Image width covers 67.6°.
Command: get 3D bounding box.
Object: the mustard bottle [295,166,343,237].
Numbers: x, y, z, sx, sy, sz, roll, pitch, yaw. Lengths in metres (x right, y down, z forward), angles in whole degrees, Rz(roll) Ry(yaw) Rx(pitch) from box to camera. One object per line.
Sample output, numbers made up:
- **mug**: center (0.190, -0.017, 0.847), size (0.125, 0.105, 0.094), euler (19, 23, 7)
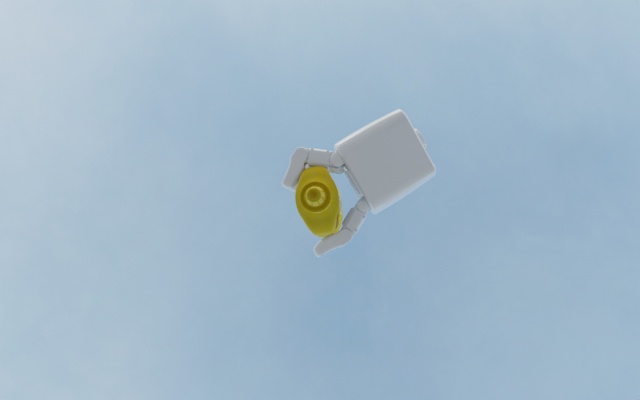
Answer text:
- **mustard bottle**: center (0.000, 0.002, 0.675), size (0.058, 0.096, 0.191), euler (-6, -6, 4)
